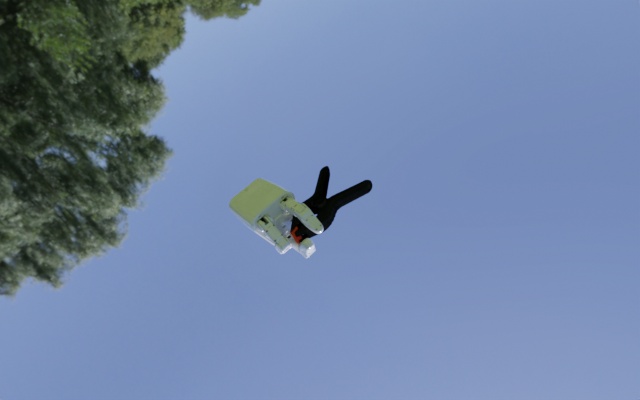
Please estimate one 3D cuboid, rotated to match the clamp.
[{"bbox_3d":[0.000,0.003,0.873,0.171,0.039,0.120,-41,38,-17],"label":"clamp"}]
